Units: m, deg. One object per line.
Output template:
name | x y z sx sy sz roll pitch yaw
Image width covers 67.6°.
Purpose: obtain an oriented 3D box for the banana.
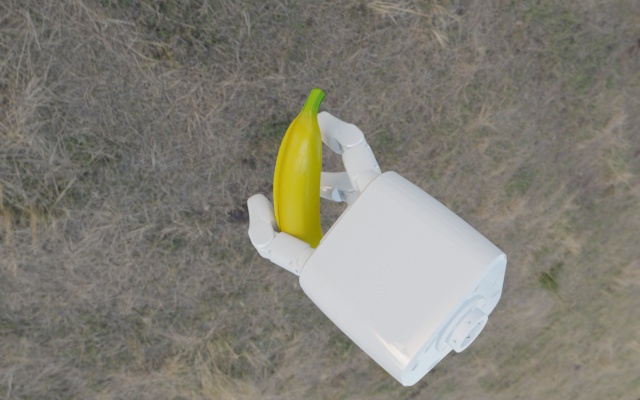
banana | -0.011 0.008 0.414 0.037 0.198 0.069 25 45 27
